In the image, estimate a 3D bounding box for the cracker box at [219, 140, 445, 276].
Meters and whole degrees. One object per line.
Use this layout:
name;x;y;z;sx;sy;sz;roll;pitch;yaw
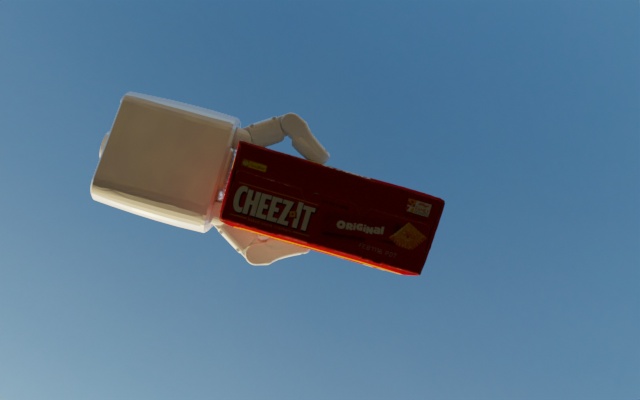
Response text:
cracker box;0.000;0.001;0.460;0.164;0.072;0.213;15;3;-6
